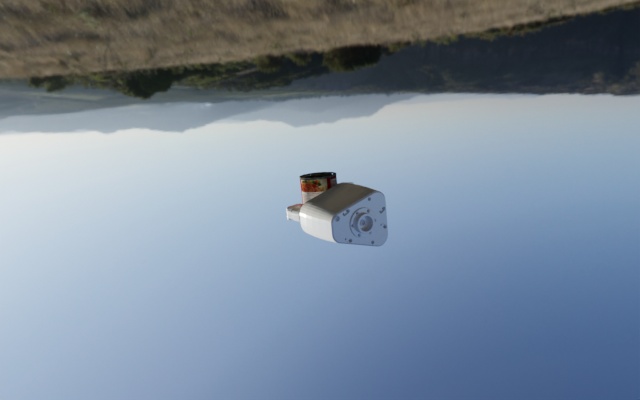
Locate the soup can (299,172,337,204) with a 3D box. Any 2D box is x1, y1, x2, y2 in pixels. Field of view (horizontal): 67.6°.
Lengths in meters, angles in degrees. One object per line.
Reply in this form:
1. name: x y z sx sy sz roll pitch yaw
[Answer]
1. soup can: 0.000 0.003 0.873 0.068 0.102 0.068 -6 11 1
